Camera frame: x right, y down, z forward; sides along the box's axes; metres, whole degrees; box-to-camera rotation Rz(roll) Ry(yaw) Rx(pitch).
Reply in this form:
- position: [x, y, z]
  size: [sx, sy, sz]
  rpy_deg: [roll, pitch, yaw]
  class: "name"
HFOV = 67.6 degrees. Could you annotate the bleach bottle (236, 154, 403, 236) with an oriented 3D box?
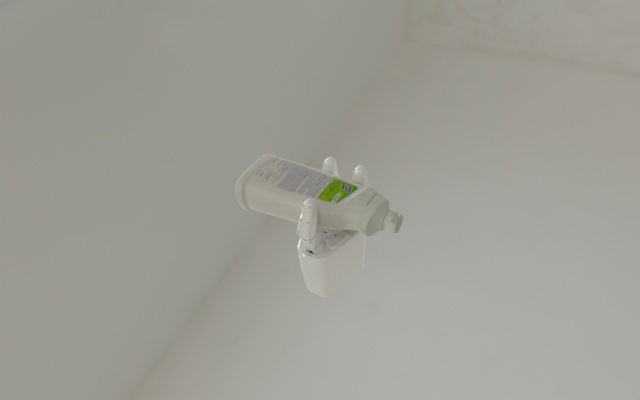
- position: [0.000, 0.002, 0.728]
  size: [0.251, 0.068, 0.102]
  rpy_deg: [19, 49, 25]
  class: "bleach bottle"
